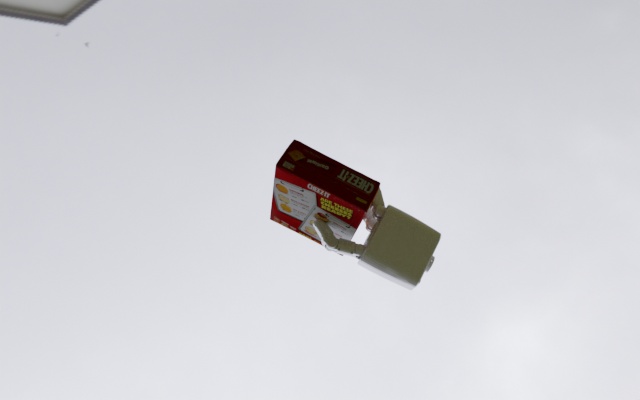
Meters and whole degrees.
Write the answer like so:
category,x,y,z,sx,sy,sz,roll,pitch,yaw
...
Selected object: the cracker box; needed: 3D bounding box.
category,x,y,z,sx,sy,sz,roll,pitch,yaw
cracker box,0.000,0.003,0.852,0.164,0.072,0.214,27,-27,5
